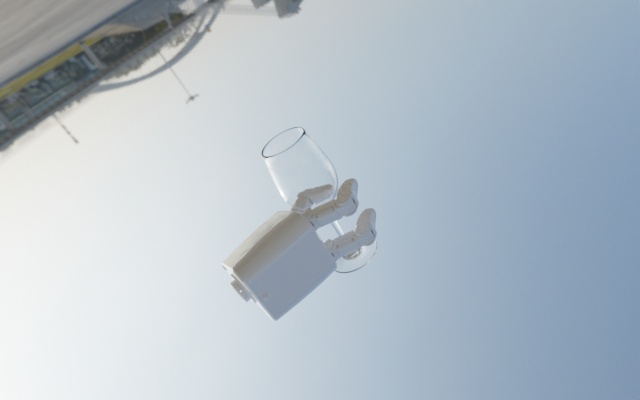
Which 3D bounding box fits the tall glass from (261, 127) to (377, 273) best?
[{"bbox_3d":[0.000,0.002,0.631,0.079,0.201,0.079,-24,29,14],"label":"tall glass"}]
